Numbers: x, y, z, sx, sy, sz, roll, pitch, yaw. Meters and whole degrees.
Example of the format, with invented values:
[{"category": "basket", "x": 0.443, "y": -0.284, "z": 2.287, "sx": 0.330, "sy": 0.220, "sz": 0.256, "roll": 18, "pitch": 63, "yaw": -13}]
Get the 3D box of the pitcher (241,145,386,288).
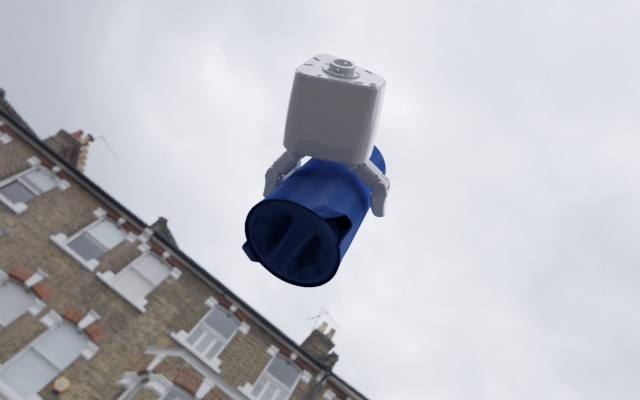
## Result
[{"category": "pitcher", "x": 0.000, "y": 0.002, "z": 0.683, "sx": 0.149, "sy": 0.145, "sz": 0.242, "roll": 22, "pitch": 37, "yaw": 14}]
